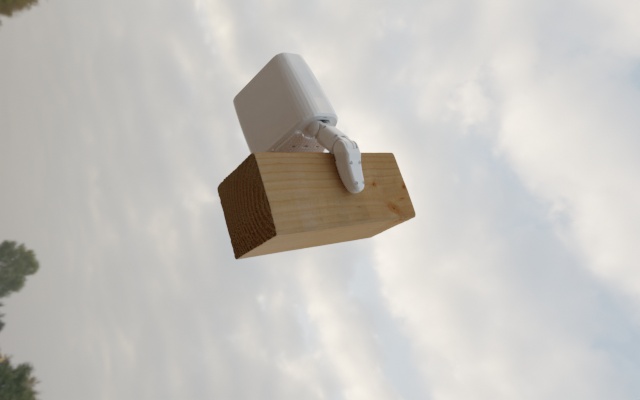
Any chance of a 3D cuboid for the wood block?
[{"bbox_3d":[0.000,0.001,0.556,0.206,0.090,0.091,-5,-19,-39],"label":"wood block"}]
